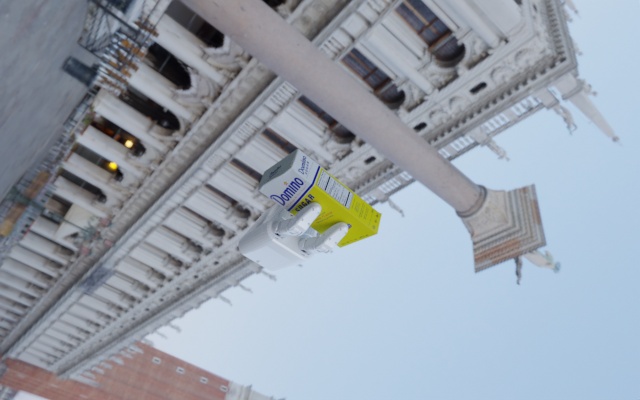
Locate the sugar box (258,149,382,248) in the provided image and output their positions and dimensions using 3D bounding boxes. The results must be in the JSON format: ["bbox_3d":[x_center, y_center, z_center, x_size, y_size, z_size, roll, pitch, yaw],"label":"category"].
[{"bbox_3d":[0.000,0.003,0.731,0.176,0.048,0.093,34,-38,-24],"label":"sugar box"}]
